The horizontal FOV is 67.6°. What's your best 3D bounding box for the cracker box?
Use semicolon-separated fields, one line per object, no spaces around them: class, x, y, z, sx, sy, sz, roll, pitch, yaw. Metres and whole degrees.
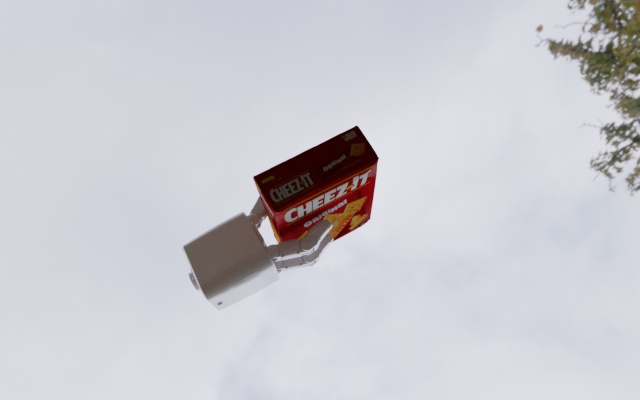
cracker box;0.000;0.002;0.729;0.164;0.072;0.214;-28;-23;-10
